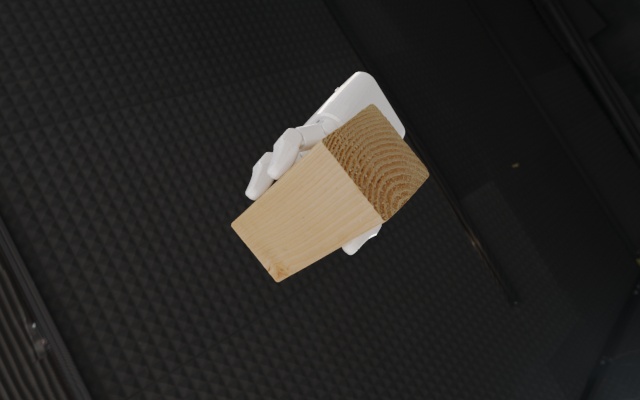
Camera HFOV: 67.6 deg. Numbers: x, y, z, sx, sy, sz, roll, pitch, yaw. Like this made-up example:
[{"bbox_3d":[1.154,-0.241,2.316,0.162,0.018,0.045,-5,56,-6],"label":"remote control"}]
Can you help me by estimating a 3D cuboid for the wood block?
[{"bbox_3d":[0.000,0.002,0.506,0.090,0.091,0.206,-41,2,-39],"label":"wood block"}]
